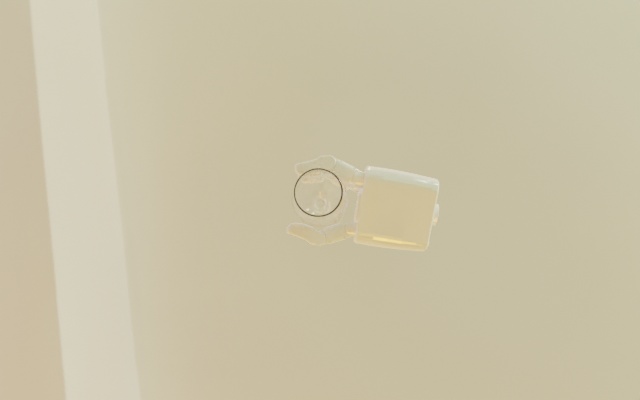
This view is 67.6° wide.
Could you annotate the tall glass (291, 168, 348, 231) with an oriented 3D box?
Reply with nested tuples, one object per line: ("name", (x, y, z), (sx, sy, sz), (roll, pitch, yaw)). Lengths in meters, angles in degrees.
("tall glass", (0.000, 0.002, 0.692), (0.079, 0.079, 0.201), (0, -7, 2))
